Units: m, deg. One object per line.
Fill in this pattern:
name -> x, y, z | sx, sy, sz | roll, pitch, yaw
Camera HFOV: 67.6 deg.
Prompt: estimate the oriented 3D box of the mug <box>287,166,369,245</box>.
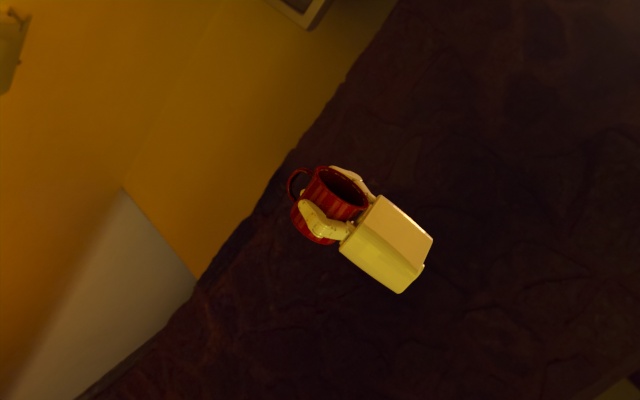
mug -> -0.001, 0.002, 0.696 | 0.117, 0.081, 0.093 | 38, 24, 3
